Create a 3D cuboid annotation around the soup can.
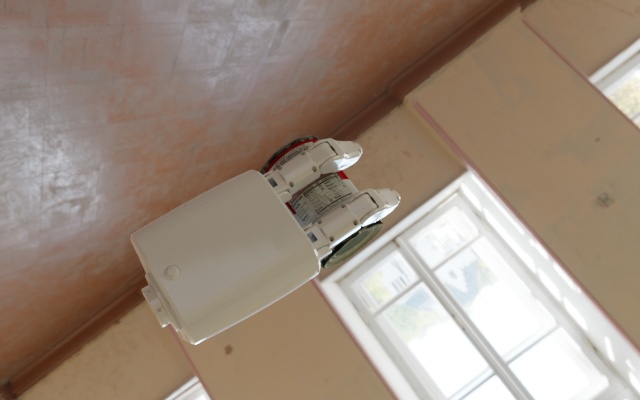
[{"bbox_3d":[0.001,0.001,0.430,0.068,0.102,0.068,-33,-17,-12],"label":"soup can"}]
